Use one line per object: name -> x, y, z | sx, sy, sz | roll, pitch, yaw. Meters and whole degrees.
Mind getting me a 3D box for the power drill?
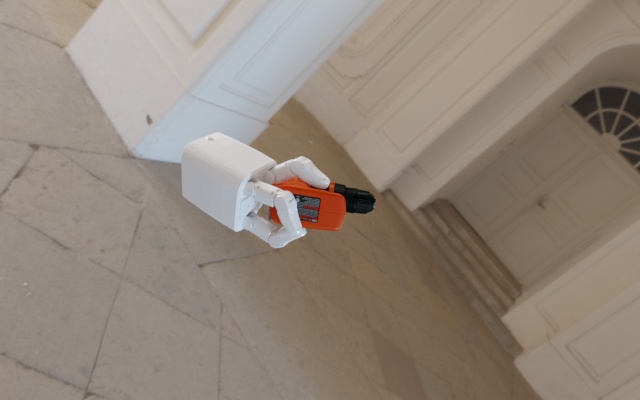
power drill -> 0.000, 0.002, 0.740 | 0.184, 0.057, 0.187 | 7, 6, 1
